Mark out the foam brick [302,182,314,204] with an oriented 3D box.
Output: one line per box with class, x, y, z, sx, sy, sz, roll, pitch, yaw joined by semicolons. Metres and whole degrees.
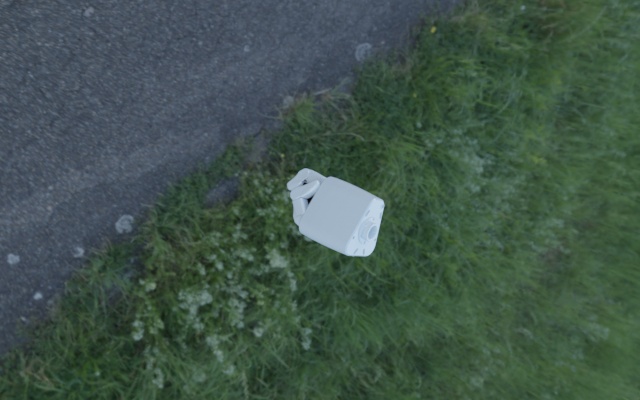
foam brick;0.000;0.003;0.896;0.051;0.053;0.078;25;8;35
